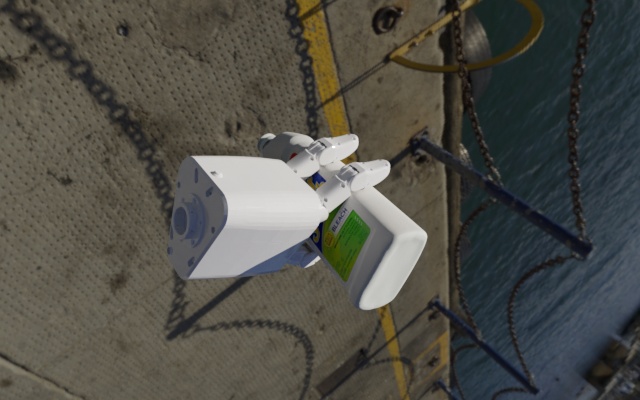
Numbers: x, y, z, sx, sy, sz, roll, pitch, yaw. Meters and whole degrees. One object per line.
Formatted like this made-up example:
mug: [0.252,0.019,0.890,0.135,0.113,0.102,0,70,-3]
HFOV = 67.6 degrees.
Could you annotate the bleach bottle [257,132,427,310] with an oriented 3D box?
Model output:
bleach bottle: [0.000,0.002,0.541,0.068,0.103,0.250,1,32,-44]
